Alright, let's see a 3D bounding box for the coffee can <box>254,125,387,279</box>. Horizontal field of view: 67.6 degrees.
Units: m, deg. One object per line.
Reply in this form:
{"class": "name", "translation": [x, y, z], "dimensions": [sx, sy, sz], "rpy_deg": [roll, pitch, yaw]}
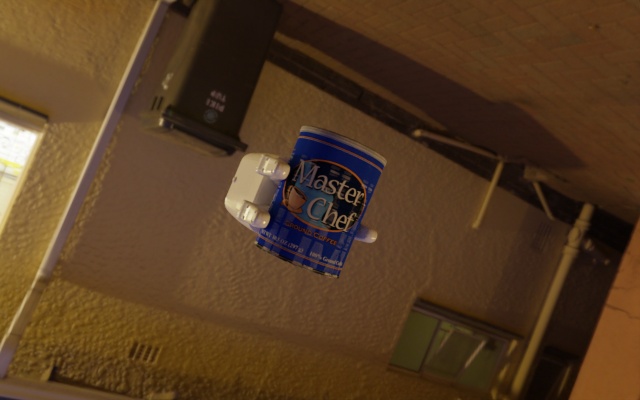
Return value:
{"class": "coffee can", "translation": [0.000, 0.002, 0.530], "dimensions": [0.103, 0.140, 0.103], "rpy_deg": [22, -1, 1]}
